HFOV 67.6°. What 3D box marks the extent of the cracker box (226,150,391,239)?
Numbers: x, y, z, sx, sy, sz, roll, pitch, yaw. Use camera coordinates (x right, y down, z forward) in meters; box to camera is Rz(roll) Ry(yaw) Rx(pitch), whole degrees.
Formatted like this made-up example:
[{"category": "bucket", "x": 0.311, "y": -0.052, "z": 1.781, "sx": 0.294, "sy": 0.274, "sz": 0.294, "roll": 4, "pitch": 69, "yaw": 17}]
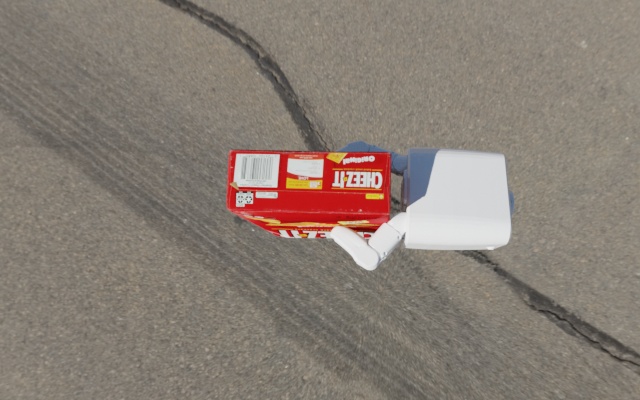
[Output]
[{"category": "cracker box", "x": 0.000, "y": 0.002, "z": 0.565, "sx": 0.164, "sy": 0.072, "sz": 0.214, "roll": 1, "pitch": -11, "yaw": 7}]
